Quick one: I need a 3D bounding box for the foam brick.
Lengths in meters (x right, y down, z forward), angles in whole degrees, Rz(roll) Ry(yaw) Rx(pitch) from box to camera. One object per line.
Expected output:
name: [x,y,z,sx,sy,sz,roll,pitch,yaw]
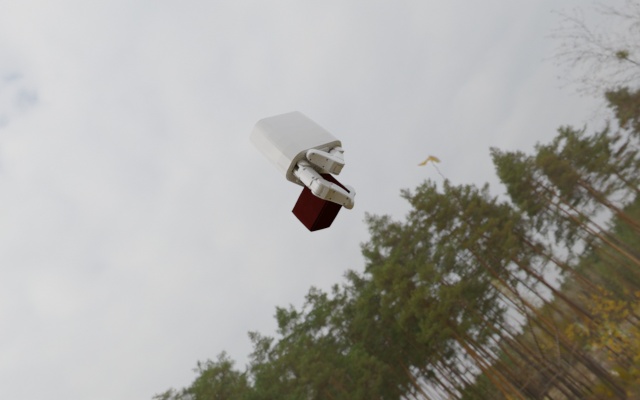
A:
foam brick: [0.000,0.003,0.766,0.051,0.078,0.053,42,27,26]
